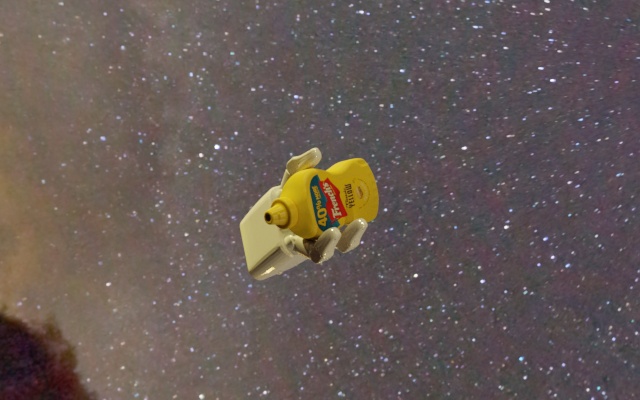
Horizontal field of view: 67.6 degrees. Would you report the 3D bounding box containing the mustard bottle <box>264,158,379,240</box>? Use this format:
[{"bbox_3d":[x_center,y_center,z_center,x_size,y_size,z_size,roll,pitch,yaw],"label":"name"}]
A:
[{"bbox_3d":[0.001,0.002,0.656,0.058,0.096,0.191,-5,8,45],"label":"mustard bottle"}]
